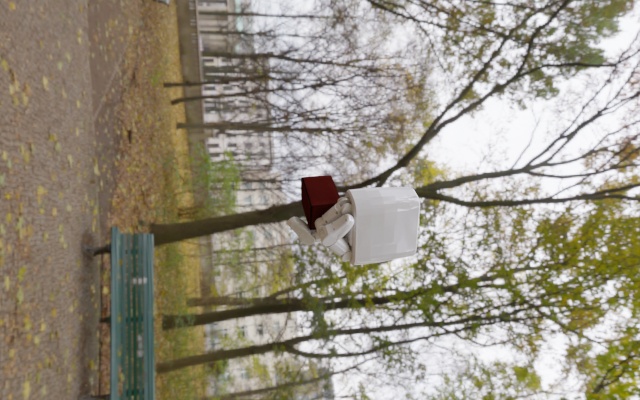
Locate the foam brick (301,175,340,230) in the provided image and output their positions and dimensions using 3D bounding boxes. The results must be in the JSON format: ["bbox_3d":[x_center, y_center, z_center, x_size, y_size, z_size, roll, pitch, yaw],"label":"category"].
[{"bbox_3d":[0.000,0.002,0.775,0.051,0.053,0.078,-7,41,-11],"label":"foam brick"}]
